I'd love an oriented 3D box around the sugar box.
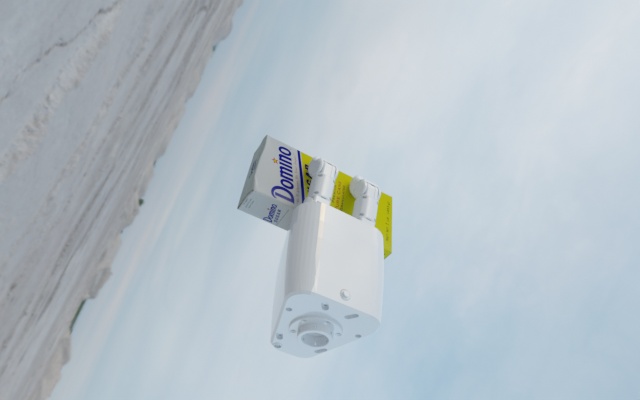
[{"bbox_3d":[0.000,0.002,0.551,0.176,0.093,0.048,26,-47,-19],"label":"sugar box"}]
